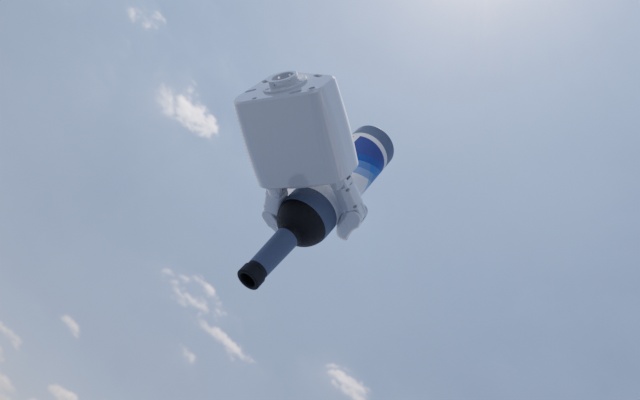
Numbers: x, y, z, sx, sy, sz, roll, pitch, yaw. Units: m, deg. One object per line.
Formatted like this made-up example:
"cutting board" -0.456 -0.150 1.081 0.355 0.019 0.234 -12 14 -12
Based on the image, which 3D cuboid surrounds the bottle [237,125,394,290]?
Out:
"bottle" 0.000 0.002 0.587 0.069 0.069 0.295 0 33 38
